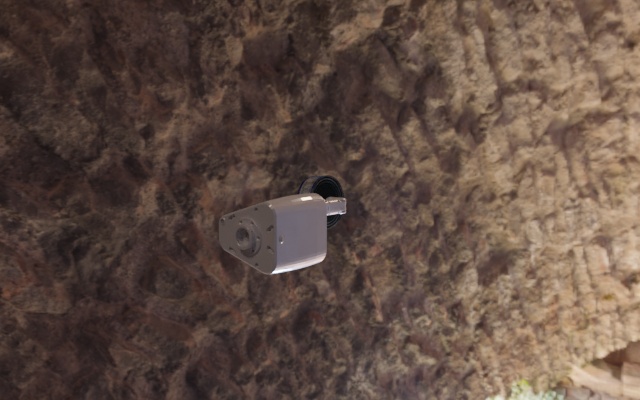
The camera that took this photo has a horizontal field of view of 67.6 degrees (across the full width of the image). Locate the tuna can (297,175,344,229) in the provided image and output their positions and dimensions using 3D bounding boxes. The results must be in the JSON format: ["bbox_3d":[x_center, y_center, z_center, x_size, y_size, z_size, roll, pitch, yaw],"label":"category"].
[{"bbox_3d":[0.000,0.003,0.769,0.034,0.086,0.086,1,0,39],"label":"tuna can"}]
